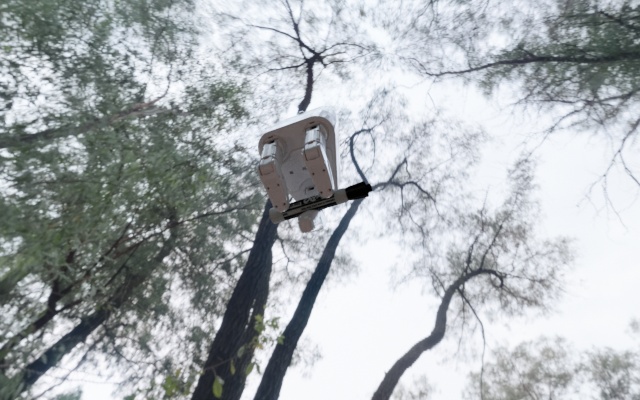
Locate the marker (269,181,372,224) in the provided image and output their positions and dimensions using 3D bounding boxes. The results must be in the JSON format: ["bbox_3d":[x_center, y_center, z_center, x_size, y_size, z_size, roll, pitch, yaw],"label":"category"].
[{"bbox_3d":[0.000,0.002,0.545,0.121,0.020,0.020,-17,-4,12],"label":"marker"}]
